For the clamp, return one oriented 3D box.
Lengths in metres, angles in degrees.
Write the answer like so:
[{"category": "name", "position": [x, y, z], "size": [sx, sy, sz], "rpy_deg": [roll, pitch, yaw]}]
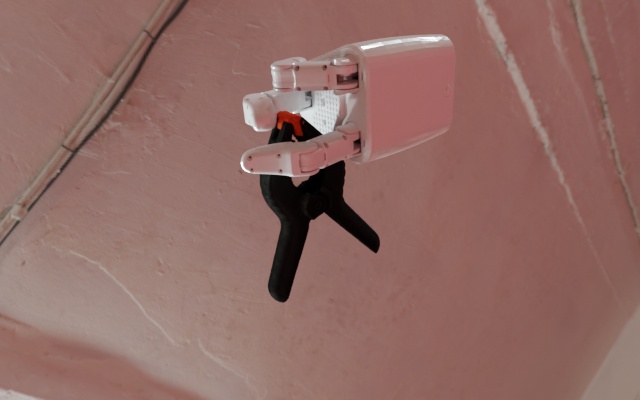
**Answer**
[{"category": "clamp", "position": [0.000, 0.001, 0.431], "size": [0.120, 0.171, 0.039], "rpy_deg": [-20, 29, -30]}]
